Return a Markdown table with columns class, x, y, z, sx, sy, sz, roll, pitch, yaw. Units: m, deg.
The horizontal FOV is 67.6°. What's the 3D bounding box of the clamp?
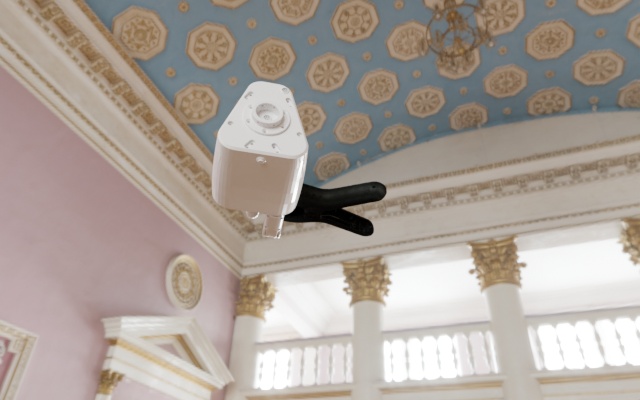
| class | x | y | z | sx | sy | sz | roll | pitch | yaw |
| --- | --- | --- | --- | --- | --- | --- | --- | --- | --- |
| clamp | 0.000 | 0.001 | 0.606 | 0.171 | 0.039 | 0.120 | 8 | -35 | -8 |
